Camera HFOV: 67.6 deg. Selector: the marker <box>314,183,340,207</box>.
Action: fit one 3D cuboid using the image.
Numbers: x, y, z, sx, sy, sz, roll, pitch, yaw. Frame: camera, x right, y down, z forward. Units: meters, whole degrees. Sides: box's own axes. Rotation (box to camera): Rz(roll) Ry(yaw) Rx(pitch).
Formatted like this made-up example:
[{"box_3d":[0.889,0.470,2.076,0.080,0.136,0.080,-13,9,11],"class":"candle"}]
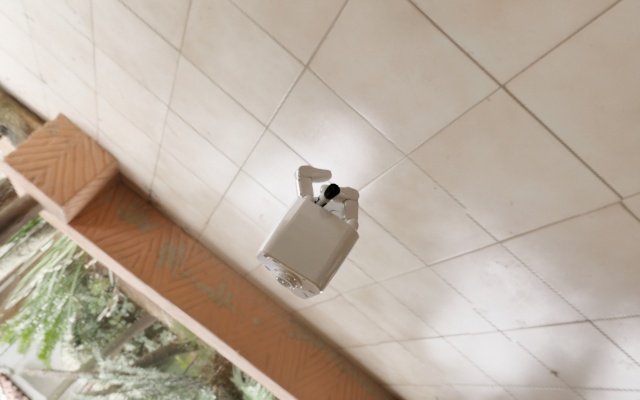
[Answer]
[{"box_3d":[0.000,0.002,0.714,0.020,0.020,0.121,0,-19,-22],"class":"marker"}]
